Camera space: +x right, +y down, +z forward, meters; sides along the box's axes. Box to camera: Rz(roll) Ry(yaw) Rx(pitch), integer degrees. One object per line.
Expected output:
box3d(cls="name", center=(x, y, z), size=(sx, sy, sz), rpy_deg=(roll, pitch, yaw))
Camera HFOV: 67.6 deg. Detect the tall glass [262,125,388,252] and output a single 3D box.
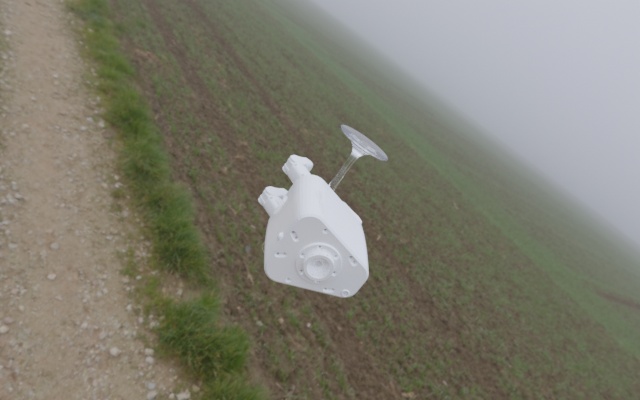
box3d(cls="tall glass", center=(0.001, 0.002, 0.637), size=(0.079, 0.201, 0.079), rpy_deg=(32, 19, -13))
